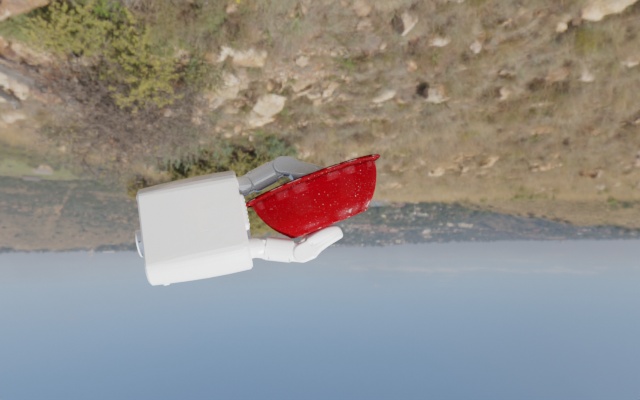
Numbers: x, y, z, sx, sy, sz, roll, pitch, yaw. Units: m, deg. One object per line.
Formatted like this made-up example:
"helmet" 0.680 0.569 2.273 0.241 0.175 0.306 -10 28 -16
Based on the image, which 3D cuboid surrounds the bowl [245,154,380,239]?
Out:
"bowl" 0.001 0.002 0.539 0.162 0.055 0.162 -21 -2 -1
